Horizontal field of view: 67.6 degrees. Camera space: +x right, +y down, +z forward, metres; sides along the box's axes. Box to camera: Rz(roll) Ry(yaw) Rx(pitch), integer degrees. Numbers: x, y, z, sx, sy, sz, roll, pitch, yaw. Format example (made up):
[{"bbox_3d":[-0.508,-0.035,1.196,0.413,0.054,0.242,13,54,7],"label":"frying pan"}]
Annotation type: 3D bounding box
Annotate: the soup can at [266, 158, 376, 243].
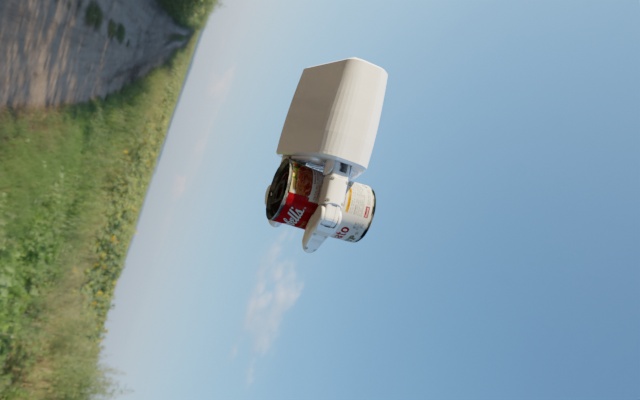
[{"bbox_3d":[0.000,0.002,0.518,0.102,0.068,0.068,17,-6,-20],"label":"soup can"}]
